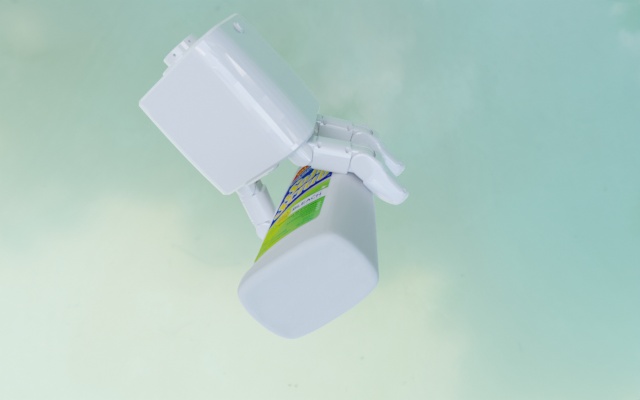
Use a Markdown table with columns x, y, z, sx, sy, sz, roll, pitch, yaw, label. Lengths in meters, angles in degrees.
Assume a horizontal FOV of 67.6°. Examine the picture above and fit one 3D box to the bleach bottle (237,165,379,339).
| x | y | z | sx | sy | sz | roll | pitch | yaw | label |
| --- | --- | --- | --- | --- | --- | --- | --- | --- | --- |
| 0.000 | 0.001 | 0.435 | 0.102 | 0.068 | 0.250 | -36 | 21 | 21 | bleach bottle |
